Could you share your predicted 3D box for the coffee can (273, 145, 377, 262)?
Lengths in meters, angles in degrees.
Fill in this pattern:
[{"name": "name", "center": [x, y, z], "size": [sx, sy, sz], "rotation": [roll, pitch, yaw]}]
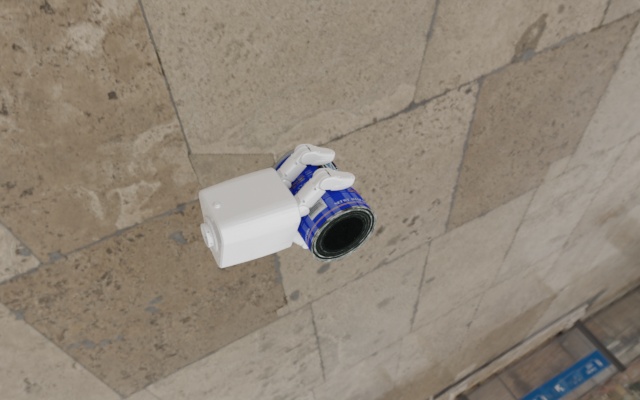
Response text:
[{"name": "coffee can", "center": [0.000, 0.002, 0.685], "size": [0.103, 0.103, 0.140], "rotation": [0, 40, -38]}]
